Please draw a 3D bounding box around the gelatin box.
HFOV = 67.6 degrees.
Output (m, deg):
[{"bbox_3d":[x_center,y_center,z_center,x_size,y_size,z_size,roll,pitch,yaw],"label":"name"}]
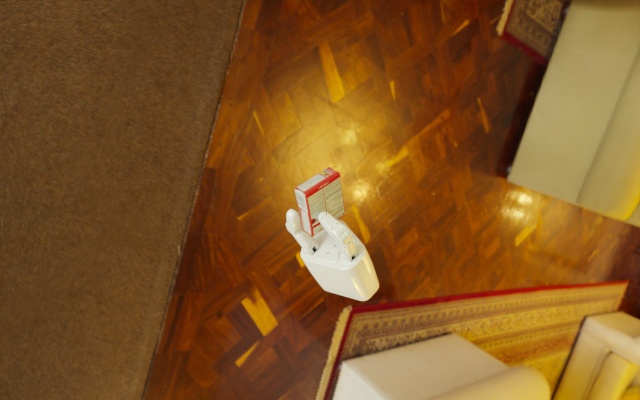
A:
[{"bbox_3d":[0.000,0.002,0.756,0.073,0.089,0.030,-33,44,-28],"label":"gelatin box"}]
